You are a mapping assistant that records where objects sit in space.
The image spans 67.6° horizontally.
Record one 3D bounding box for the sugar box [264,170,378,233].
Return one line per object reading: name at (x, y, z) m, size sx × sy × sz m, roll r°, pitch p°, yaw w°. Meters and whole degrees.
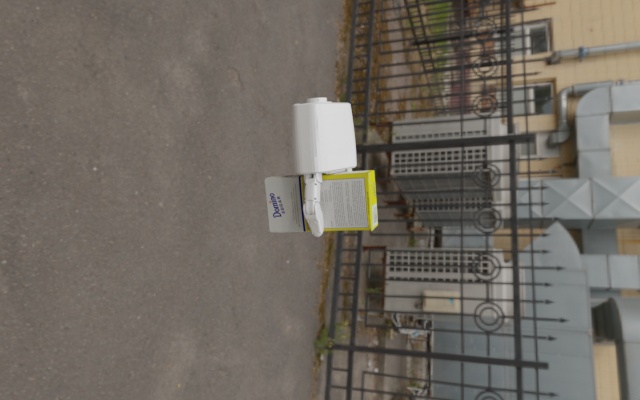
sugar box at (0.000, 0.002, 0.772) m, size 0.176 × 0.093 × 0.048 m, roll -1°, pitch 9°, yaw 21°
